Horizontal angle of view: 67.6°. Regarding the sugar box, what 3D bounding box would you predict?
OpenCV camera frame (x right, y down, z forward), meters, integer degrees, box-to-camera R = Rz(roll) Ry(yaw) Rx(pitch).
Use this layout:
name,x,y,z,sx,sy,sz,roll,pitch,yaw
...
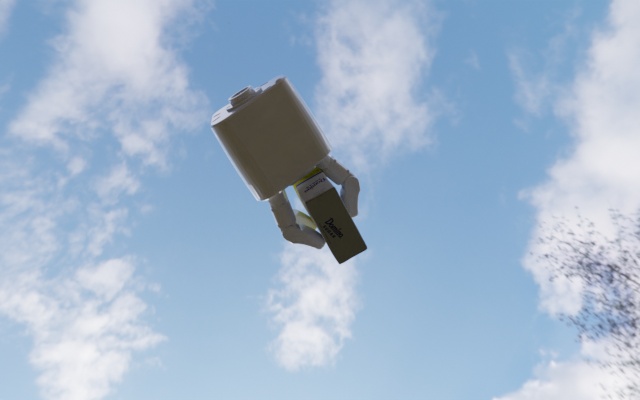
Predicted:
name,x,y,z,sx,sy,sz,roll,pitch,yaw
sugar box,0.000,0.002,0.620,0.048,0.093,0.176,-29,23,1
